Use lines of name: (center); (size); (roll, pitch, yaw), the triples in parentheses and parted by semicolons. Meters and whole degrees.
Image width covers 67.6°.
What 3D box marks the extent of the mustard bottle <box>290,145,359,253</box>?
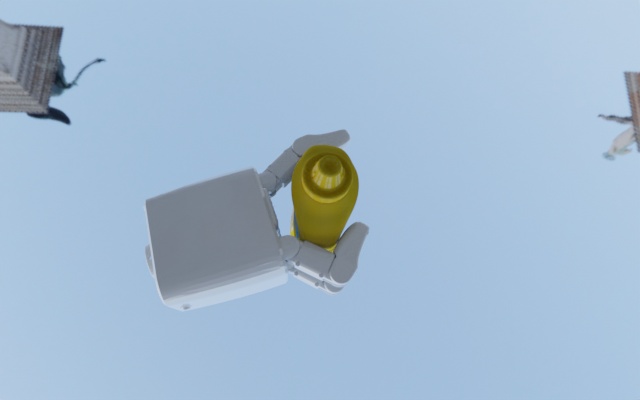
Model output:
mustard bottle: (0.000, 0.002, 0.451); (0.058, 0.096, 0.192); (8, -17, -1)
